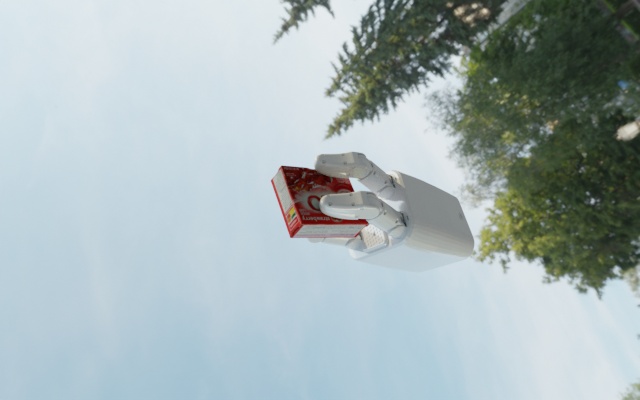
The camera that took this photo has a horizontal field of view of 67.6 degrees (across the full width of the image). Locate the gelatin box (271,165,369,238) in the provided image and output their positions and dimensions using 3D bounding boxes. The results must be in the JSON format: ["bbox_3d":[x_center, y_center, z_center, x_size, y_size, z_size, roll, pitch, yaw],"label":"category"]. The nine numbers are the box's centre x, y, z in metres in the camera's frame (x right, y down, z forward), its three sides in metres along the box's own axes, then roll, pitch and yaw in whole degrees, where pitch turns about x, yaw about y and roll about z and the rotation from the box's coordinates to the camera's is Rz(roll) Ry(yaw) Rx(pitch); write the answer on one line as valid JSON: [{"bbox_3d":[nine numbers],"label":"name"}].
[{"bbox_3d":[0.000,0.002,0.503,0.089,0.073,0.030,2,-36,-36],"label":"gelatin box"}]
